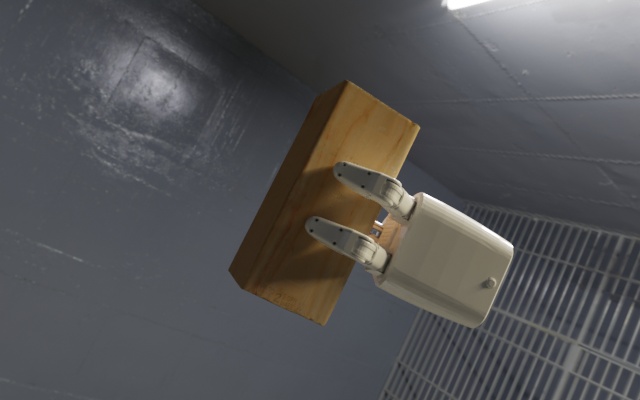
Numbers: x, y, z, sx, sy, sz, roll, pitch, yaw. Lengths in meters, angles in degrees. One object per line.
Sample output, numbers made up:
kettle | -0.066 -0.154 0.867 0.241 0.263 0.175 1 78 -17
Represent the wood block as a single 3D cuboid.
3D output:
wood block | 0.000 0.002 0.470 0.090 0.206 0.091 28 -7 -16
